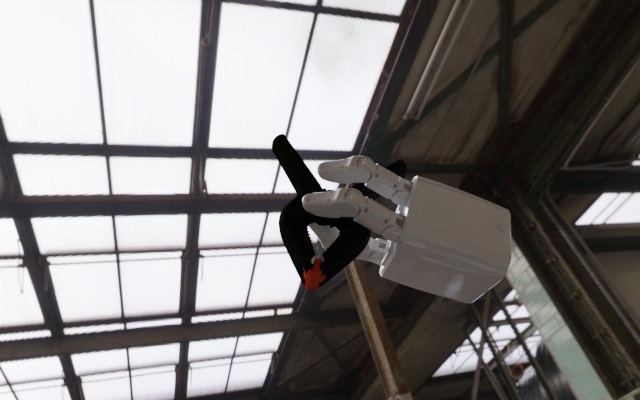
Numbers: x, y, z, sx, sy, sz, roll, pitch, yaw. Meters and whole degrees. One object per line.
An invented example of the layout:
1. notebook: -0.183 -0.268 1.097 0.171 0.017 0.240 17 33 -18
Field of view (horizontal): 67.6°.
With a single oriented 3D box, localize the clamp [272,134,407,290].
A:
1. clamp: 0.000 0.003 0.515 0.164 0.036 0.209 16 44 6
